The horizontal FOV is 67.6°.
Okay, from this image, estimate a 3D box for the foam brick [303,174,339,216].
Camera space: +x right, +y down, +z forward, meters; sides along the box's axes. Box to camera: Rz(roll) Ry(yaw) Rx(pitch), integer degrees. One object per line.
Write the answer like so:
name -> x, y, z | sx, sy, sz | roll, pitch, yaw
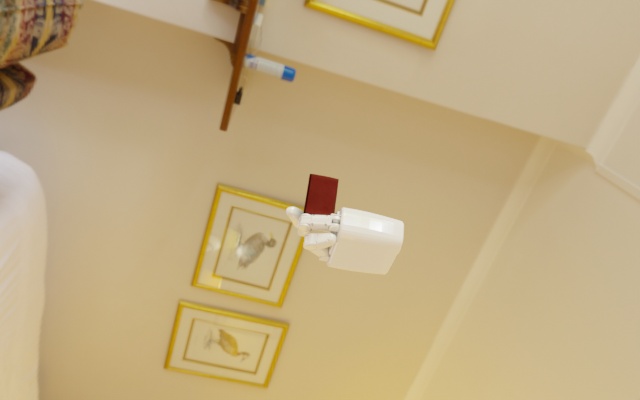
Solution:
foam brick -> 0.000, 0.002, 0.823 | 0.051, 0.078, 0.053 | 8, -27, 0
